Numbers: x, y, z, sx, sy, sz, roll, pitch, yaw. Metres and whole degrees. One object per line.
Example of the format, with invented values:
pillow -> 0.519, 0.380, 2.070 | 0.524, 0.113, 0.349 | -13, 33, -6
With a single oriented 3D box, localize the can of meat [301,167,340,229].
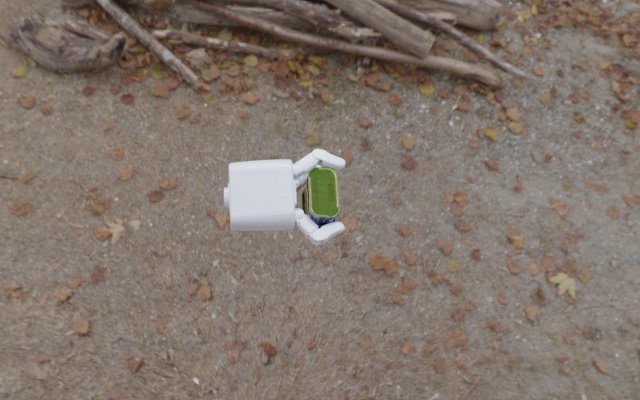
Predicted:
can of meat -> 0.000, 0.003, 0.834 | 0.057, 0.102, 0.084 | 0, -26, -8
